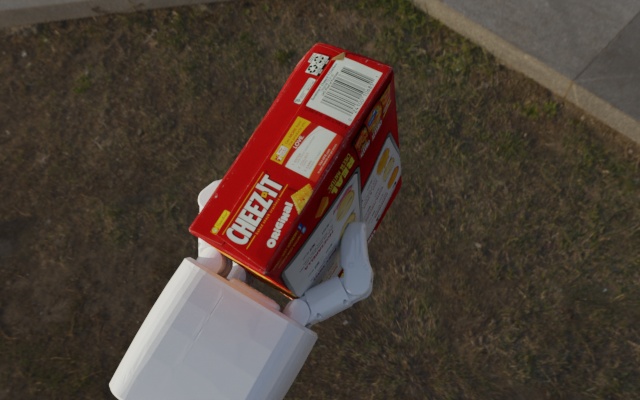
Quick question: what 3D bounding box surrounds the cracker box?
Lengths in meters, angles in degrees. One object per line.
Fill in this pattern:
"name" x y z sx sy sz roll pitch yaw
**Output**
"cracker box" 0.000 0.001 0.406 0.072 0.164 0.214 27 -13 19
